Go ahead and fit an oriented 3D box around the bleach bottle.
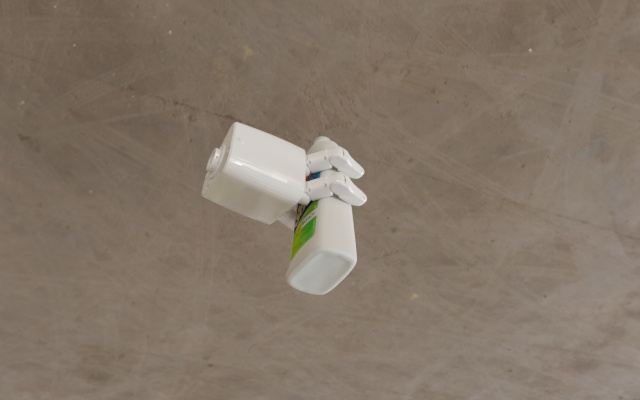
[{"bbox_3d":[0.000,0.002,0.687,0.068,0.250,0.103,22,-49,-22],"label":"bleach bottle"}]
